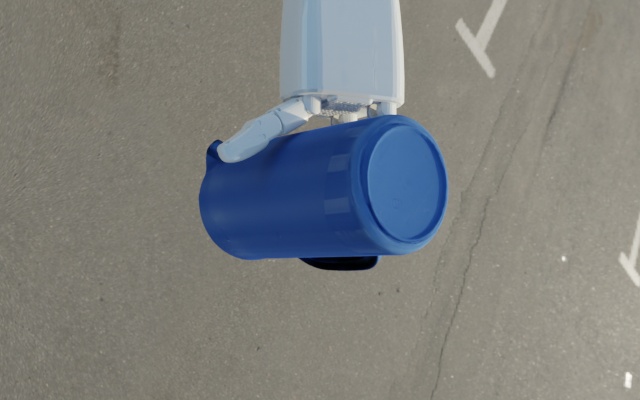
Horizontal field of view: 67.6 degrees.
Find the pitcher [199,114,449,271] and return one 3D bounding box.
[{"bbox_3d":[0.000,0.001,0.456,0.149,0.145,0.243,2,-4,-37],"label":"pitcher"}]
